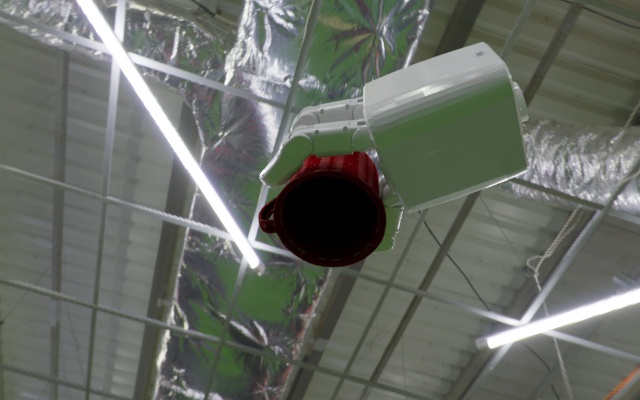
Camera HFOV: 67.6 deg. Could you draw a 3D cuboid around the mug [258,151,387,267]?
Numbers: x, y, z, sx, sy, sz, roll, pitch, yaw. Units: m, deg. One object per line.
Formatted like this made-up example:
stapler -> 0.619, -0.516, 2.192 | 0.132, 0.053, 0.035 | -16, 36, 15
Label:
mug -> -0.001, 0.002, 0.427 | 0.117, 0.093, 0.081 | -17, 26, 15
